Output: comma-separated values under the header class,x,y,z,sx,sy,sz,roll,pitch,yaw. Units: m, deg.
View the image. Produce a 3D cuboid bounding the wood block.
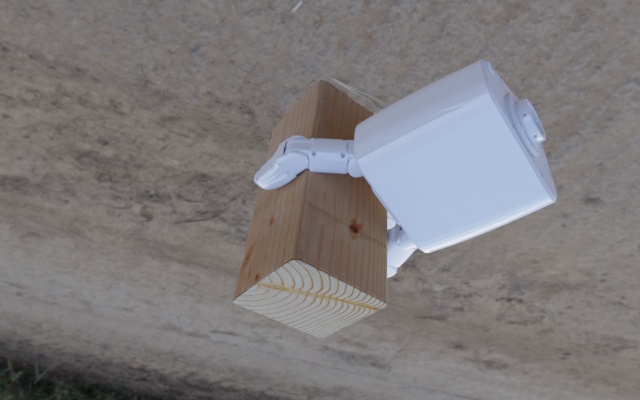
class,x,y,z,sx,sy,sz,roll,pitch,yaw
wood block,0.000,0.001,0.432,0.091,0.206,0.090,30,-45,-24
